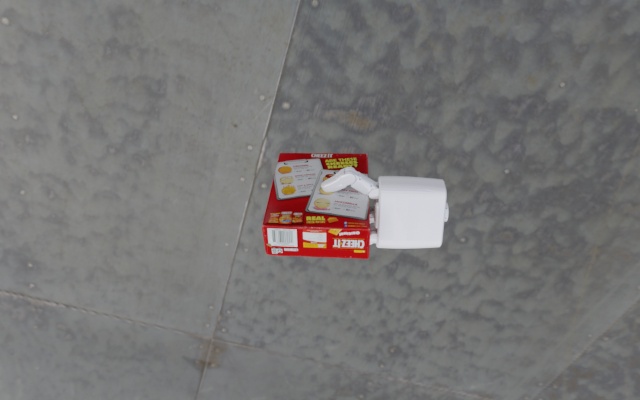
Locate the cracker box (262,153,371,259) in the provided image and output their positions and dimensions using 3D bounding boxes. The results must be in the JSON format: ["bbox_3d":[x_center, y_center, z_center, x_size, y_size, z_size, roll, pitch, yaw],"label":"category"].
[{"bbox_3d":[0.000,0.003,0.805,0.164,0.072,0.213,1,37,3],"label":"cracker box"}]
